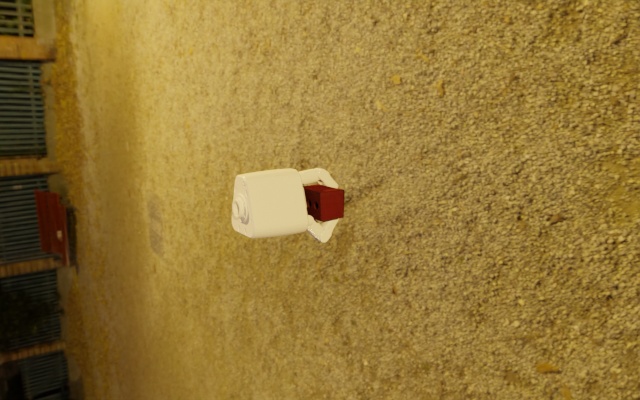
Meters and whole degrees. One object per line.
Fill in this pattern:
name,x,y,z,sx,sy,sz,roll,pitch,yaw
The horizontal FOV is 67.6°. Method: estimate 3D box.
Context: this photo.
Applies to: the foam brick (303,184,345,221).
foam brick,0.000,0.003,0.861,0.051,0.053,0.078,-8,13,-33
